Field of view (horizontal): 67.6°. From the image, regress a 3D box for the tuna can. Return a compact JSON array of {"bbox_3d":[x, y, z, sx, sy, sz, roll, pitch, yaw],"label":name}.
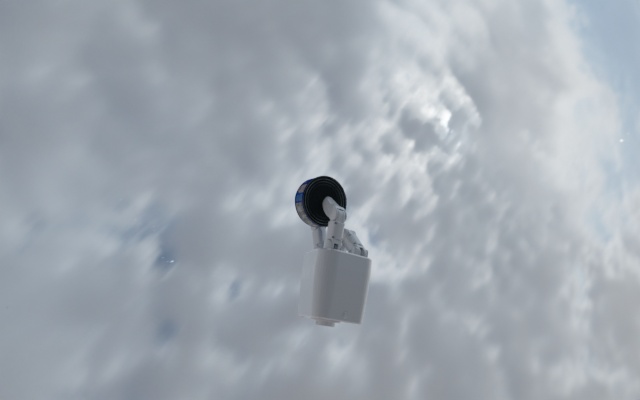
[{"bbox_3d":[0.000,0.003,0.805,0.086,0.086,0.034,0,-5,-32],"label":"tuna can"}]
